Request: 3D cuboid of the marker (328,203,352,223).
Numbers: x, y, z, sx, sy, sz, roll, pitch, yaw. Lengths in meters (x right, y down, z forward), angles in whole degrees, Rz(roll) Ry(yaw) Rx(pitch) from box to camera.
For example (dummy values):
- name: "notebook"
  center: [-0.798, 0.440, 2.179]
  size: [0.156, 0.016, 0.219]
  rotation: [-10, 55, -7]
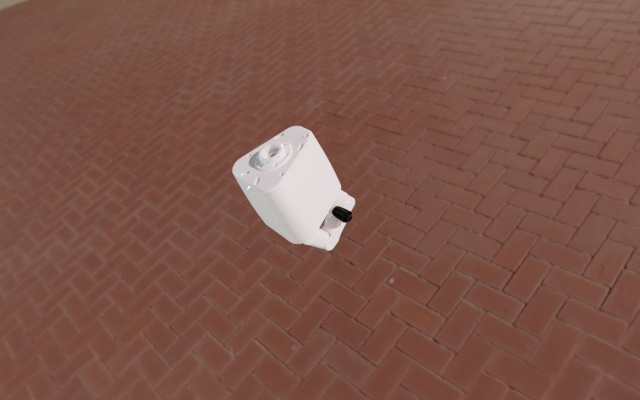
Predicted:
- name: "marker"
  center: [0.000, 0.002, 0.684]
  size: [0.020, 0.020, 0.121]
  rotation: [0, 22, -45]
